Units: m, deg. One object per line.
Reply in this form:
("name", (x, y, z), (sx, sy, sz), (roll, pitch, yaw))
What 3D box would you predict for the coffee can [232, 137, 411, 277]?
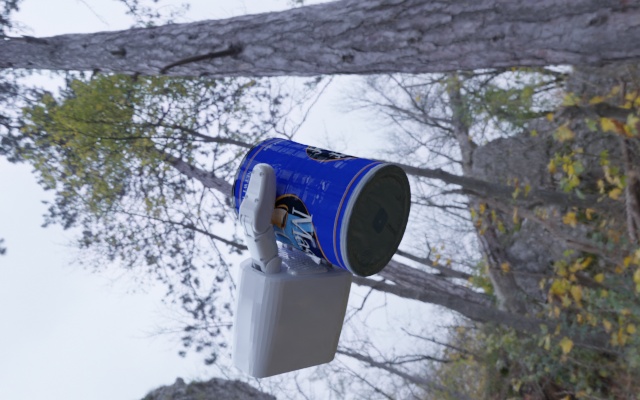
("coffee can", (0.000, 0.001, 0.457), (0.140, 0.103, 0.103), (18, 11, 36))
